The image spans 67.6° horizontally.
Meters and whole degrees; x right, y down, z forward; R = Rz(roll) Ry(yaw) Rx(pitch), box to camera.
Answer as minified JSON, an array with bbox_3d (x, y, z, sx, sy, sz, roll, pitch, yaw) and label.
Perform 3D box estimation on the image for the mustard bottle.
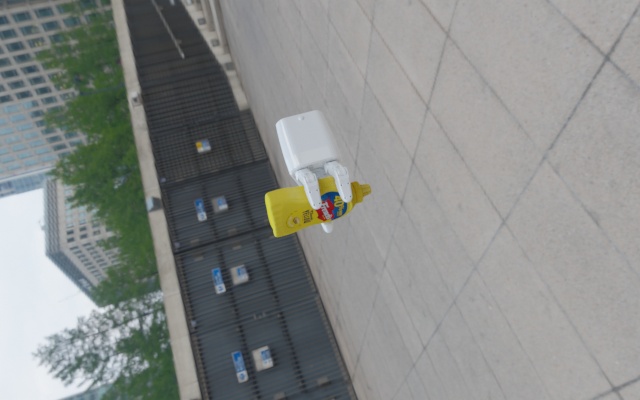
[{"bbox_3d":[0.000,0.003,0.864,0.191,0.096,0.058,-16,48,-11],"label":"mustard bottle"}]
